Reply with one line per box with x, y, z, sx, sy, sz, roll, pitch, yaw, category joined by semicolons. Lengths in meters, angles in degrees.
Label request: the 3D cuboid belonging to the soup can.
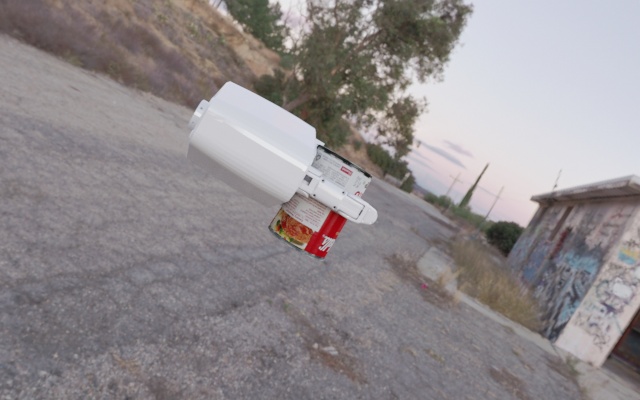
0.001;0.002;0.497;0.068;0.102;0.068;31;4;-2;soup can
